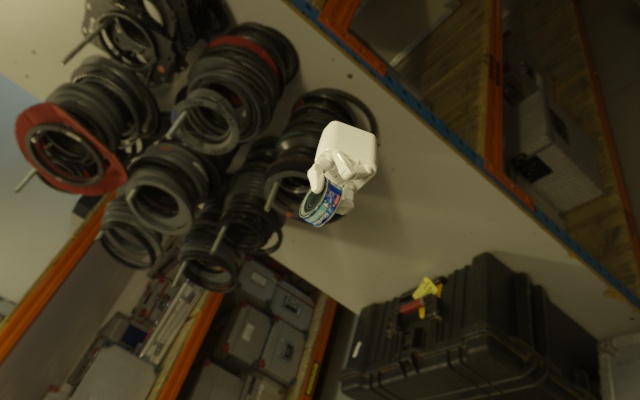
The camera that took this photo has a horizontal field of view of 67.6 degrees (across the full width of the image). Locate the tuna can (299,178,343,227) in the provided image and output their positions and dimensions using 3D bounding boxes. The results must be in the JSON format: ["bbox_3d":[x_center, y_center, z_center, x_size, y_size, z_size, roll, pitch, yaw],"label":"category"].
[{"bbox_3d":[0.000,0.003,0.852,0.034,0.086,0.086,33,-14,-22],"label":"tuna can"}]
